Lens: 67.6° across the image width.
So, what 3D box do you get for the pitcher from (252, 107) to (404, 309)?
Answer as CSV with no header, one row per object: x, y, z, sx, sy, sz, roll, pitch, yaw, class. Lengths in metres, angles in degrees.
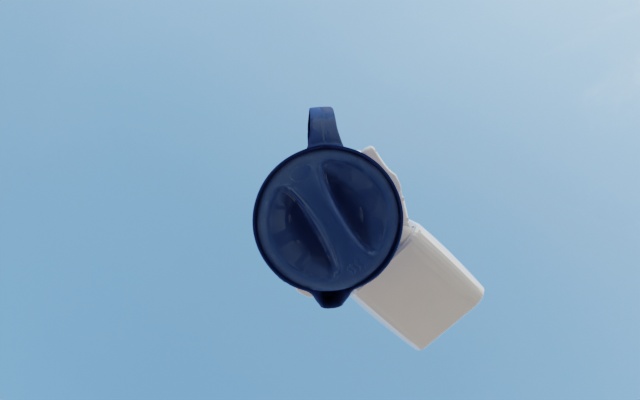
0.000,0.002,0.531,0.145,0.149,0.243,41,0,-5,pitcher
